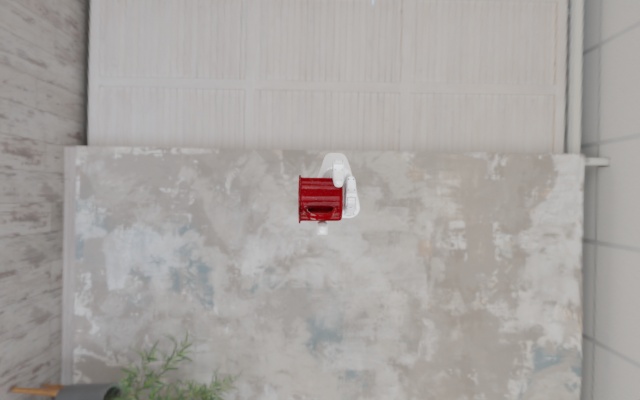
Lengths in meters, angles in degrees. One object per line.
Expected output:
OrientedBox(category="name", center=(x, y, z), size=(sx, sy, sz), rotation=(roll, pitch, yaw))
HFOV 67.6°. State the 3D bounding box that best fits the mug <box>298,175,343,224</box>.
OrientedBox(category="mug", center=(0.000, 0.003, 0.891), size=(0.081, 0.093, 0.117), rotation=(1, 25, -1))
